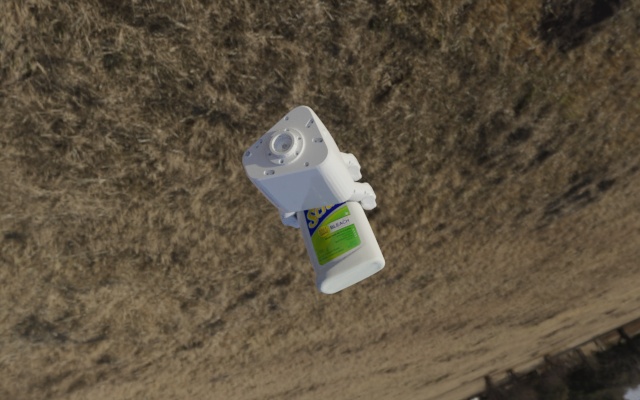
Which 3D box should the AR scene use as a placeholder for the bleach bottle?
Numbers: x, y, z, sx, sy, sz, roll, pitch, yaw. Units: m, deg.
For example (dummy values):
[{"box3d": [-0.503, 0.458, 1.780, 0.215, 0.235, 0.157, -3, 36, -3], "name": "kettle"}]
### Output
[{"box3d": [0.000, 0.002, 0.706, 0.102, 0.250, 0.068, -27, -27, 7], "name": "bleach bottle"}]
